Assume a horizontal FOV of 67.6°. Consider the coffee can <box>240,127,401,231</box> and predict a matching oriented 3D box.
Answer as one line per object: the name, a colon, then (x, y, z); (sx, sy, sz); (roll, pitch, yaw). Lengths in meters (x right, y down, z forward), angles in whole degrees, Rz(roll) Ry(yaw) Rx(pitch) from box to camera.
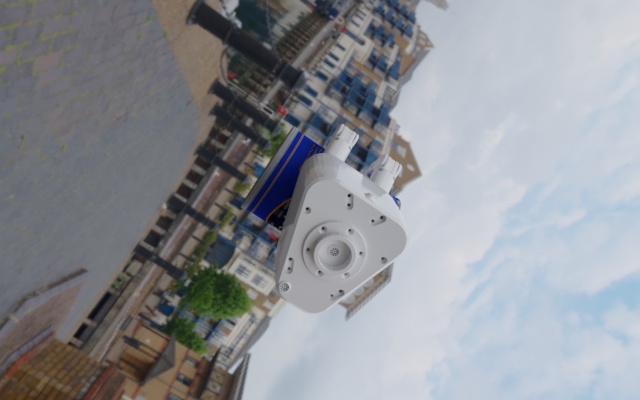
coffee can: (0.000, 0.002, 0.518); (0.140, 0.103, 0.103); (34, -5, -8)
